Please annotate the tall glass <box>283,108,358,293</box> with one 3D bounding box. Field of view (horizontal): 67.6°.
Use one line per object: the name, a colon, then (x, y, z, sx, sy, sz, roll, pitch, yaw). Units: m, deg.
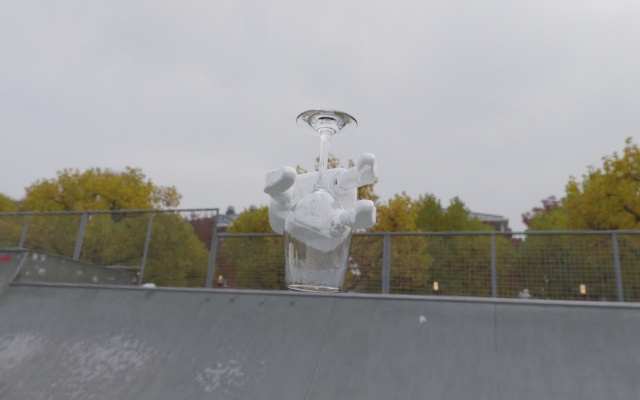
tall glass: (0.000, 0.001, 0.546, 0.079, 0.201, 0.079, 4, -16, 1)
